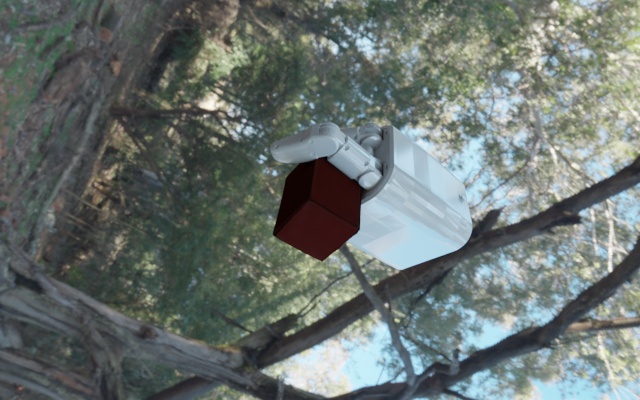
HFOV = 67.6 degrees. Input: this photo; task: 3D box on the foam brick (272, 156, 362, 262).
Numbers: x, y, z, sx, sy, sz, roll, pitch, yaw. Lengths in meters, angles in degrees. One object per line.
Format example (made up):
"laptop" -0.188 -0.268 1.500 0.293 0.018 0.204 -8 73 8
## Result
"foam brick" 0.000 0.002 0.405 0.051 0.078 0.053 33 -53 -20
